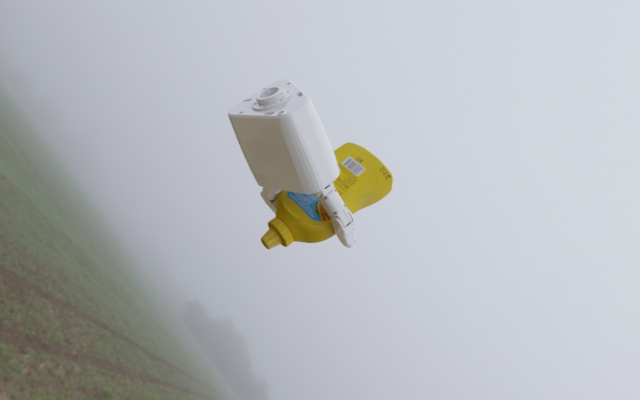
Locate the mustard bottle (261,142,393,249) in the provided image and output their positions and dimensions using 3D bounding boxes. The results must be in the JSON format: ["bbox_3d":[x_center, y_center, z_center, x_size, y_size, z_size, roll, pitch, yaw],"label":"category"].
[{"bbox_3d":[0.000,0.002,0.643,0.191,0.096,0.058,-37,-29,-20],"label":"mustard bottle"}]
